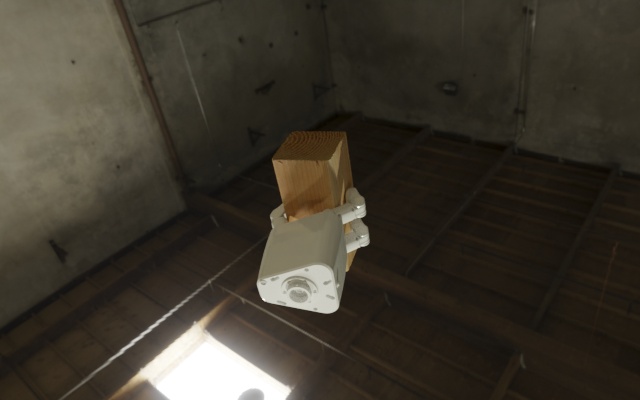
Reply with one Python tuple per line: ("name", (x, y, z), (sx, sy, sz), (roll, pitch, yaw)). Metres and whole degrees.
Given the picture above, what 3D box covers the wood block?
("wood block", (0.000, 0.003, 0.753), (0.091, 0.206, 0.090), (4, 36, 20))
